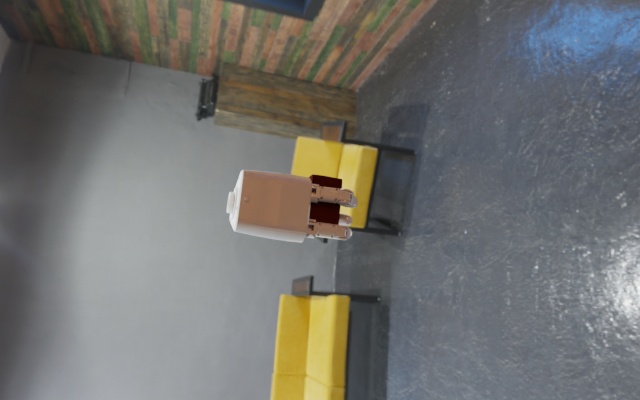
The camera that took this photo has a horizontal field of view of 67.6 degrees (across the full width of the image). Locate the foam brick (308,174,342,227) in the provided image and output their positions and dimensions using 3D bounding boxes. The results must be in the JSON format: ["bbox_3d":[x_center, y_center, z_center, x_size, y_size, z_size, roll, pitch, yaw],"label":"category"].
[{"bbox_3d":[0.000,0.002,0.761,0.051,0.078,0.053,9,-12,-17],"label":"foam brick"}]
